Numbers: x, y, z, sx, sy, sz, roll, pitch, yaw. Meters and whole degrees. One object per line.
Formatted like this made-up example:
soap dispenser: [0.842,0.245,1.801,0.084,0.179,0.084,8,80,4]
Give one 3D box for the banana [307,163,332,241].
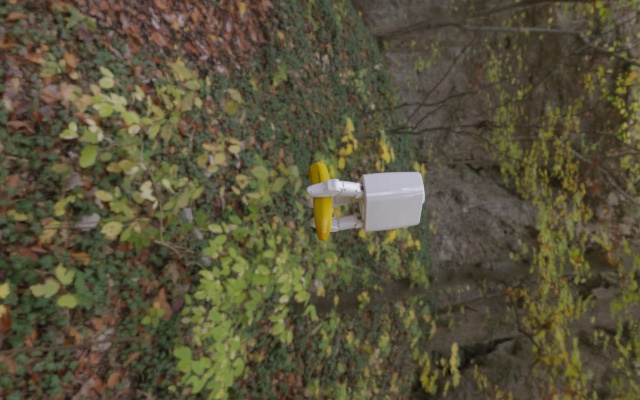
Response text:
banana: [0.000,-0.014,0.885,0.037,0.070,0.197,-2,39,-6]
